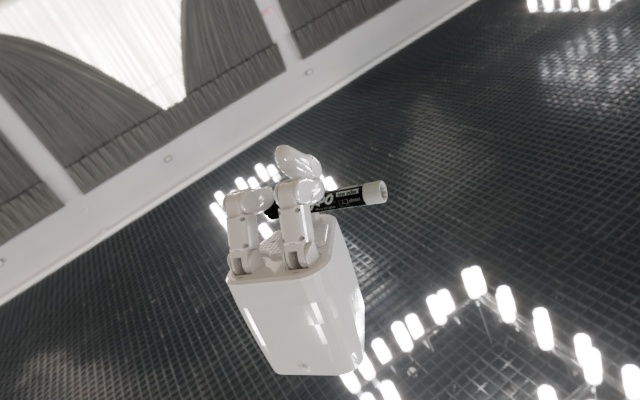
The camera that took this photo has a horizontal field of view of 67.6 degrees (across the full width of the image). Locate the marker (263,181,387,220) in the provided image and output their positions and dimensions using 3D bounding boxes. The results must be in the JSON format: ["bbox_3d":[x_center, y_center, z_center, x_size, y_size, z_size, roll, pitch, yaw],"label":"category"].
[{"bbox_3d":[0.000,0.001,0.425,0.121,0.020,0.020,-10,-5,28],"label":"marker"}]
